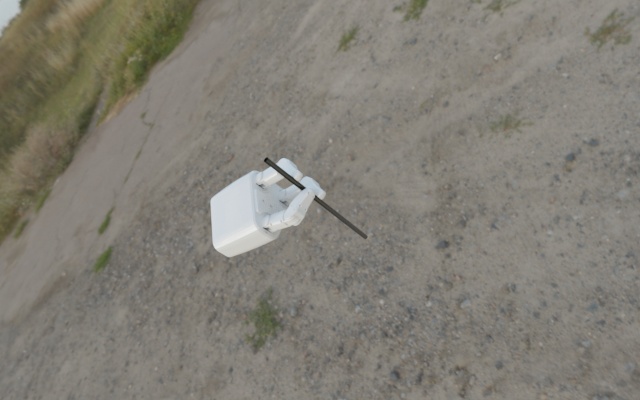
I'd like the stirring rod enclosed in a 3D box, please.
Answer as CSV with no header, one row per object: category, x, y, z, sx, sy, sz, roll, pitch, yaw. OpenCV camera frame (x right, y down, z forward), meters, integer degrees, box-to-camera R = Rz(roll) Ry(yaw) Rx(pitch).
stirring rod,0.000,0.003,0.742,0.011,0.011,0.240,0,-30,48
